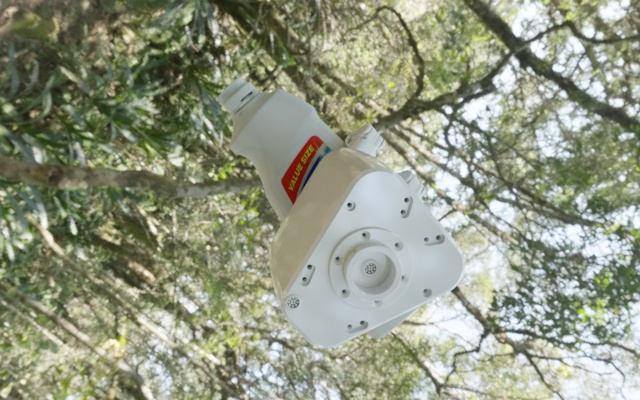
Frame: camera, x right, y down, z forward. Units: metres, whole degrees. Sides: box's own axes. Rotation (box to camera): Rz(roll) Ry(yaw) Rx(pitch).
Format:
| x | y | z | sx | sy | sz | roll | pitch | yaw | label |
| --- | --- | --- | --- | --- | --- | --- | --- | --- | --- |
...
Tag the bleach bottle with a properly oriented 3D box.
| x | y | z | sx | sy | sz | roll | pitch | yaw | label |
| --- | --- | --- | --- | --- | --- | --- | --- | --- | --- |
| 0.000 | 0.001 | 0.426 | 0.102 | 0.251 | 0.068 | -42 | 13 | 1 | bleach bottle |
